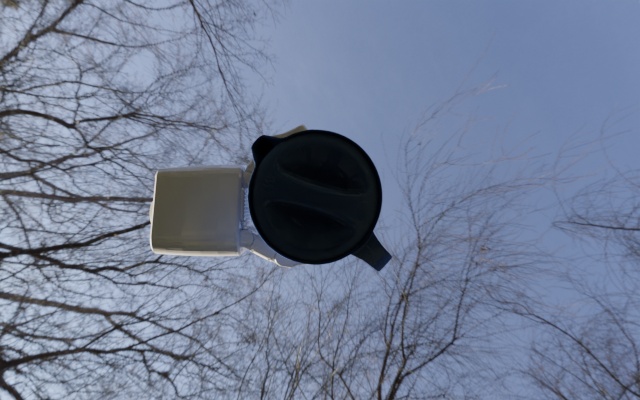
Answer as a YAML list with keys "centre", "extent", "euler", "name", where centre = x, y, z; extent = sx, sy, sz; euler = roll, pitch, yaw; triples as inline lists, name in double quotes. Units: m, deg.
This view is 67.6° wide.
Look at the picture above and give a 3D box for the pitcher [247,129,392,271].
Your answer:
- centre: [0.000, 0.002, 0.582]
  extent: [0.145, 0.149, 0.243]
  euler: [-3, 1, -1]
  name: "pitcher"
